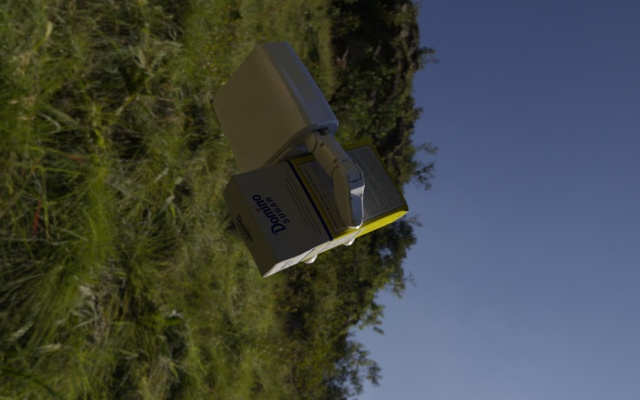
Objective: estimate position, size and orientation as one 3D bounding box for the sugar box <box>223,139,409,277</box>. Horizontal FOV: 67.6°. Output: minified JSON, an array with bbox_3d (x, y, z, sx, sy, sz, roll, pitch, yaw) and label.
[{"bbox_3d":[0.000,0.002,0.481,0.176,0.093,0.048,-19,-17,-34],"label":"sugar box"}]
